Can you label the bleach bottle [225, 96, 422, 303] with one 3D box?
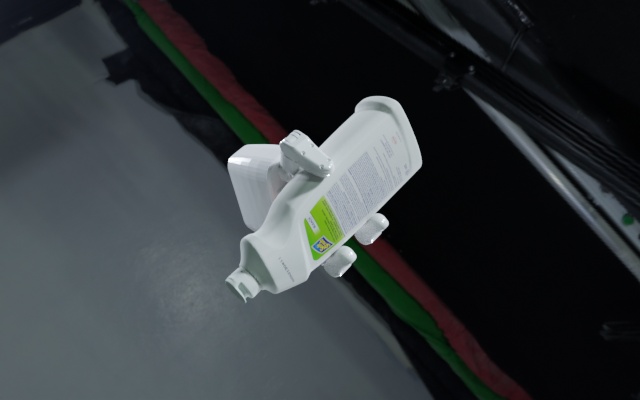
[{"bbox_3d":[0.000,0.002,0.495,0.250,0.103,0.068,-43,31,-23],"label":"bleach bottle"}]
